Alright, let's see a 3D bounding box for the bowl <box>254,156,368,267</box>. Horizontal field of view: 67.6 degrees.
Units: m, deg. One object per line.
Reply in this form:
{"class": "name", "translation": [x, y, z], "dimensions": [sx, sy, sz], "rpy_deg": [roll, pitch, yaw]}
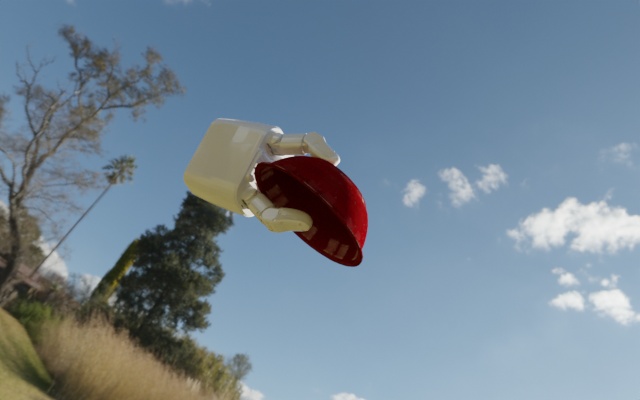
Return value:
{"class": "bowl", "translation": [0.001, 0.002, 0.550], "dimensions": [0.055, 0.162, 0.162], "rpy_deg": [-46, 19, -20]}
